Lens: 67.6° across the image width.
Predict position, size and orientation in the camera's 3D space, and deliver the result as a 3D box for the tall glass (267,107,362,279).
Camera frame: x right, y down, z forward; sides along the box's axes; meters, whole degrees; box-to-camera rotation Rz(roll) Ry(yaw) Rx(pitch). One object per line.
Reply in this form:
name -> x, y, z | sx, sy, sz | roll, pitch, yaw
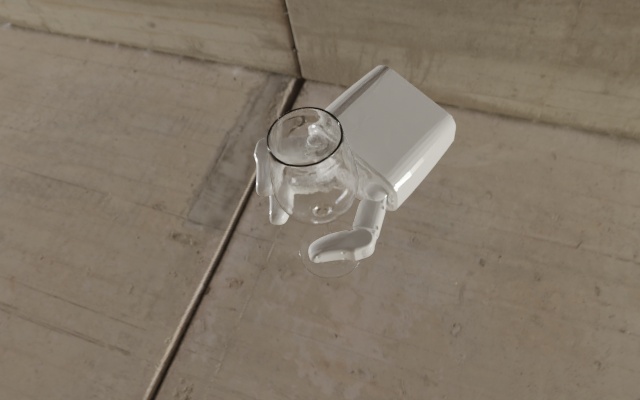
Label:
tall glass -> 0.000, 0.002, 0.459 | 0.079, 0.079, 0.201 | 0, -32, 9
